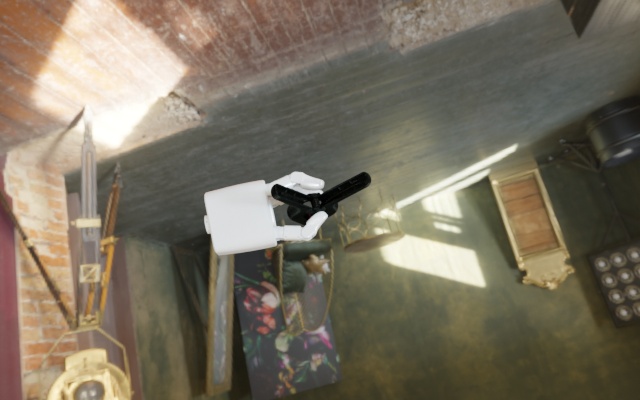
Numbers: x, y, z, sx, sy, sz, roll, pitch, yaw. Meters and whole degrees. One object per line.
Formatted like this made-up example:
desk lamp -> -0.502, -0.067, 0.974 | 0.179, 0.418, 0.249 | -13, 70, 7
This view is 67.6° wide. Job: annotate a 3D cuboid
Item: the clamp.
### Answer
clamp -> 0.000, 0.004, 0.846 | 0.164, 0.036, 0.210 | -9, -18, -5
